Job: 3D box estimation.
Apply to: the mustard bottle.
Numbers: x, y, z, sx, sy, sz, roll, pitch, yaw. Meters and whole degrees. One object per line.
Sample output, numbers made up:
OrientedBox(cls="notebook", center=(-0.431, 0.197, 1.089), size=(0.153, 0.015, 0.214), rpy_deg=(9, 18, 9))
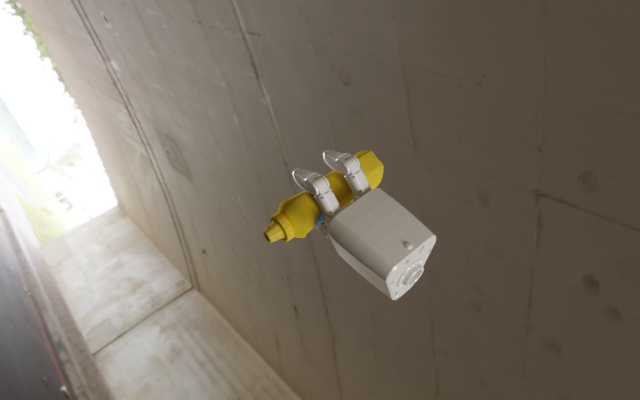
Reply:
OrientedBox(cls="mustard bottle", center=(0.000, 0.002, 0.683), size=(0.191, 0.058, 0.096), rpy_deg=(-34, -8, -25))
